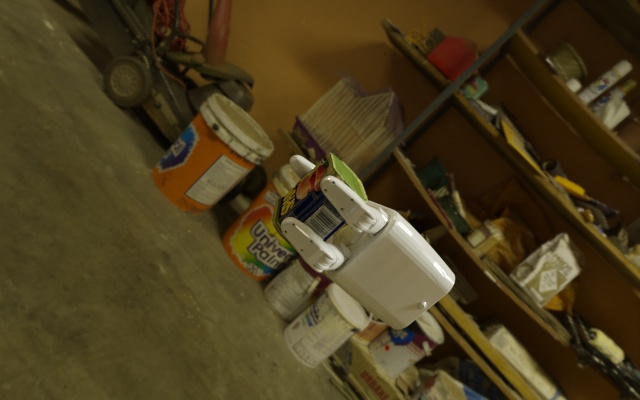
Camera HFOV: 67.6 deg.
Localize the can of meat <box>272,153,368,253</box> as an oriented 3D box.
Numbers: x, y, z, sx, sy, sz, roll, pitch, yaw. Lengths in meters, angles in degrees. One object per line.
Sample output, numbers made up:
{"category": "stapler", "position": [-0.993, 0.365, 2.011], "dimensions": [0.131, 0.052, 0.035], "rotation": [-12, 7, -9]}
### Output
{"category": "can of meat", "position": [0.000, 0.001, 0.504], "dimensions": [0.084, 0.057, 0.102], "rotation": [-43, 14, 12]}
